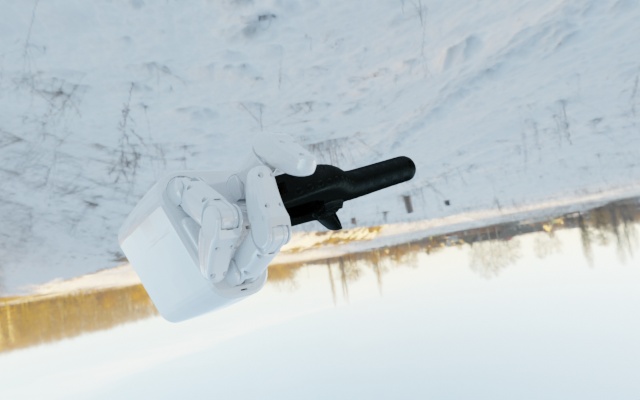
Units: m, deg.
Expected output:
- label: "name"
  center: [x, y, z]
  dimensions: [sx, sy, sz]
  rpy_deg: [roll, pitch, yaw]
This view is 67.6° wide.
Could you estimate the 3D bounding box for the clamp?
- label: "clamp"
  center: [0.000, 0.002, 0.440]
  dimensions: [0.171, 0.039, 0.120]
  rpy_deg: [-5, -33, -42]
